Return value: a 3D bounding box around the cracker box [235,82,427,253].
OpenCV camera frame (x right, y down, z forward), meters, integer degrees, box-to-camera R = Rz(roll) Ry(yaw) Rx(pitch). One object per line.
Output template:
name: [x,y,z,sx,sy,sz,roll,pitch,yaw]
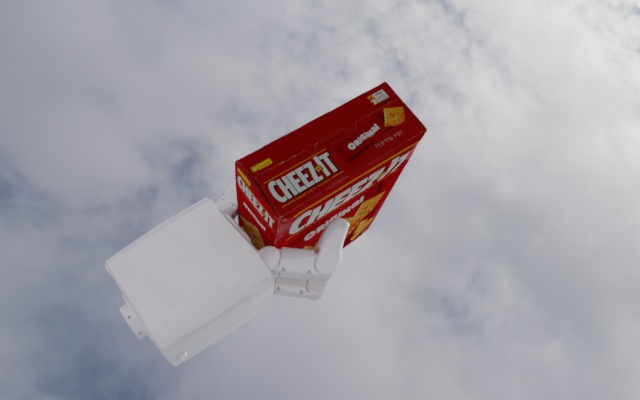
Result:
cracker box: [0.000,0.002,0.489,0.164,0.072,0.214,-32,-17,-22]
